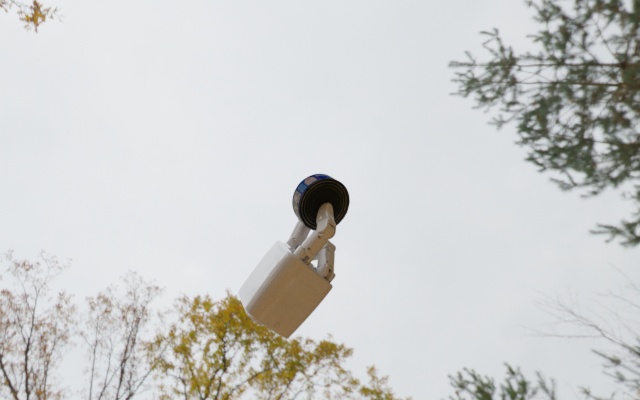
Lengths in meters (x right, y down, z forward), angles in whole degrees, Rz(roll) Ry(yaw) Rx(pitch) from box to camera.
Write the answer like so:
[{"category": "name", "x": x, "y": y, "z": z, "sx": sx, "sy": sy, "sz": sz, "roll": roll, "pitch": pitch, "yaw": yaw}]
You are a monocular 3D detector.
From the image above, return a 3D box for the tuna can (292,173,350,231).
[{"category": "tuna can", "x": 0.000, "y": 0.002, "z": 0.736, "sx": 0.086, "sy": 0.086, "sz": 0.033, "roll": 0, "pitch": 19, "yaw": -27}]
